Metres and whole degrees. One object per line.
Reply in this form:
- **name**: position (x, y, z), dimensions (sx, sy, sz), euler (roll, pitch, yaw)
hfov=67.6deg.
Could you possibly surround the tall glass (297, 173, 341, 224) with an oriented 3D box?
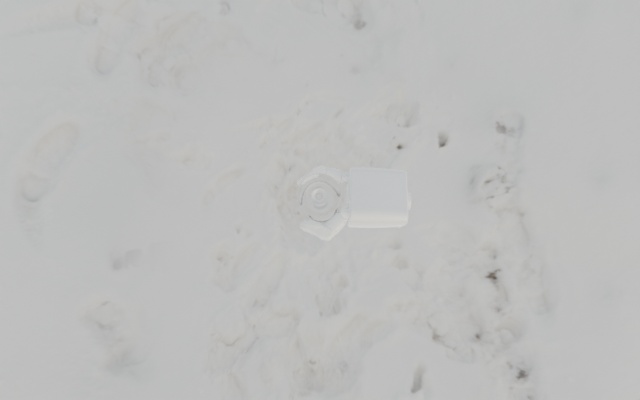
- **tall glass**: position (0.000, 0.003, 0.888), dimensions (0.079, 0.079, 0.201), euler (0, -7, 1)
